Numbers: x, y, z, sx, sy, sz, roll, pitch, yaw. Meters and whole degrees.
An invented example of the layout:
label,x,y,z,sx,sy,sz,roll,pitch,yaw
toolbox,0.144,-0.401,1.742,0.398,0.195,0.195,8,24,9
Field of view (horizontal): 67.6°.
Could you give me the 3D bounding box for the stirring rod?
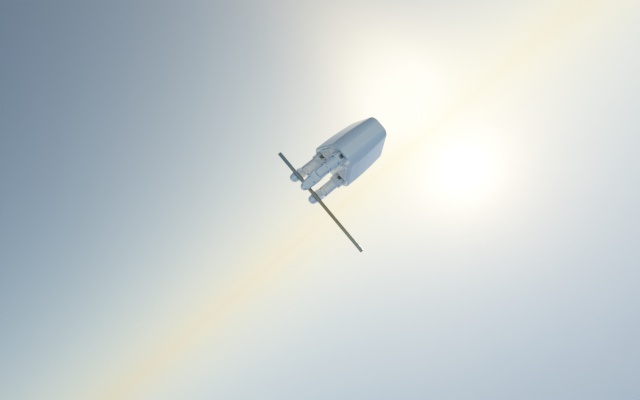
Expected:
label,x,y,z,sx,sy,sz,roll,pitch,yaw
stirring rod,0.000,0.003,0.892,0.011,0.239,0.011,-40,-2,-2
